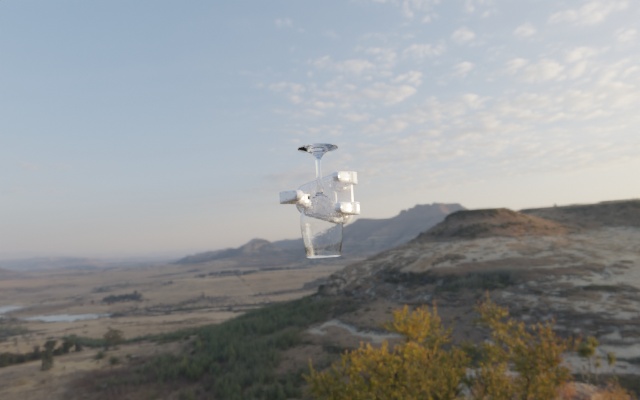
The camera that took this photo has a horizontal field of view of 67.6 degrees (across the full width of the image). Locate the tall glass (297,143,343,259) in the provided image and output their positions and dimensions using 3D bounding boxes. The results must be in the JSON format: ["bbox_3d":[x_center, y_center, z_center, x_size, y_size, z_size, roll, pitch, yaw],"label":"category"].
[{"bbox_3d":[0.000,0.002,0.863,0.079,0.201,0.079,-3,-6,0],"label":"tall glass"}]
